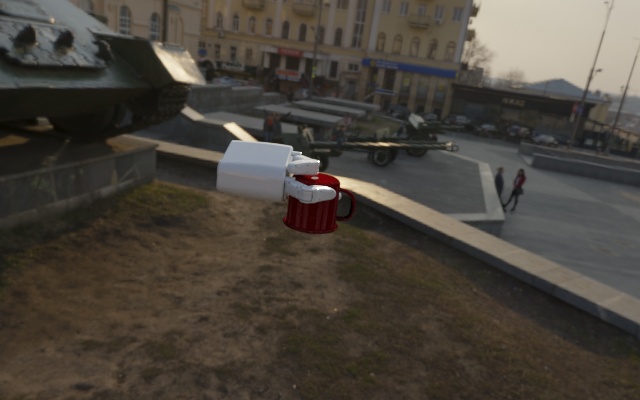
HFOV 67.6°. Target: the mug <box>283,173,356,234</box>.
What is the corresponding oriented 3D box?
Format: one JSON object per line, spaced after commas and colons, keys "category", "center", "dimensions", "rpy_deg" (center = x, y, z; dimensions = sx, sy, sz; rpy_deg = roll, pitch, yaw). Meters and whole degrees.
{"category": "mug", "center": [0.002, 0.003, 0.787], "dimensions": [0.117, 0.081, 0.093], "rpy_deg": [7, 17, -1]}
